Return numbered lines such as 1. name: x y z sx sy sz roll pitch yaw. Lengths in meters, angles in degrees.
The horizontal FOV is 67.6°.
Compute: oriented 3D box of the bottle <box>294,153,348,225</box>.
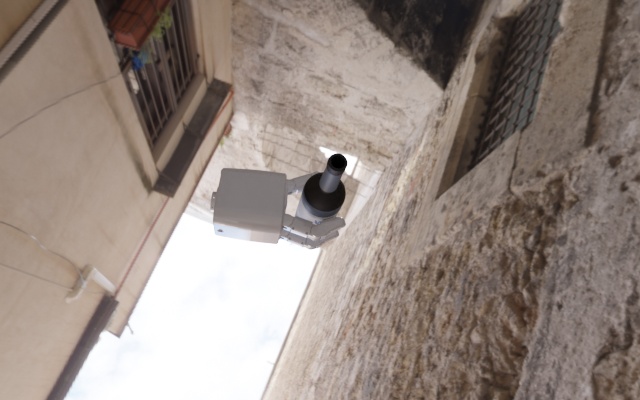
1. bottle: 0.000 0.003 0.768 0.069 0.069 0.296 0 -21 -10
